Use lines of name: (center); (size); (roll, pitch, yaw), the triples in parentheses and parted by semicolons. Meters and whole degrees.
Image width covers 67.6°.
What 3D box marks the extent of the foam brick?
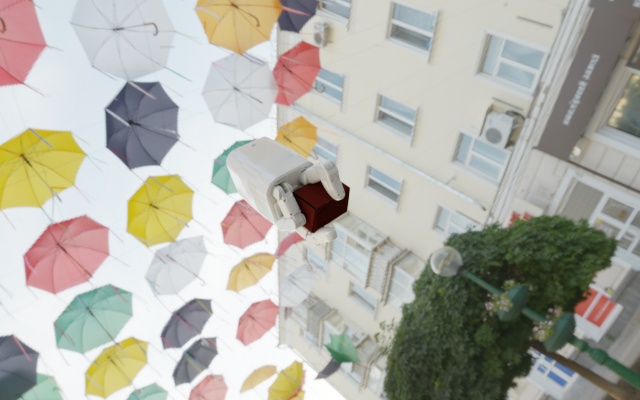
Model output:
foam brick: (0.000, 0.002, 0.733); (0.051, 0.053, 0.078); (35, 48, 30)
